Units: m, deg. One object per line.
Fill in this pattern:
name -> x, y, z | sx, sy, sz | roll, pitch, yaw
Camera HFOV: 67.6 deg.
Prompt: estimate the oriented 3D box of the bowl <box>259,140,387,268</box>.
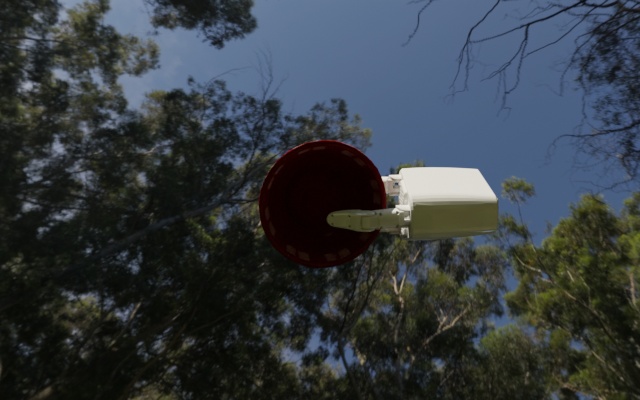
bowl -> -0.001, 0.002, 0.613 | 0.162, 0.162, 0.055 | 0, 11, -11
